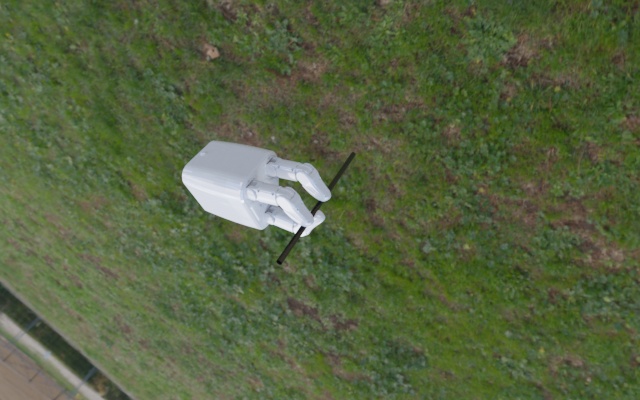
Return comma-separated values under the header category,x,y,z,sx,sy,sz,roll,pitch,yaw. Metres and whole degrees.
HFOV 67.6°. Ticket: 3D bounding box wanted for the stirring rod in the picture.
category,x,y,z,sx,sy,sz,roll,pitch,yaw
stirring rod,0.000,0.002,0.674,0.011,0.011,0.239,0,39,34
